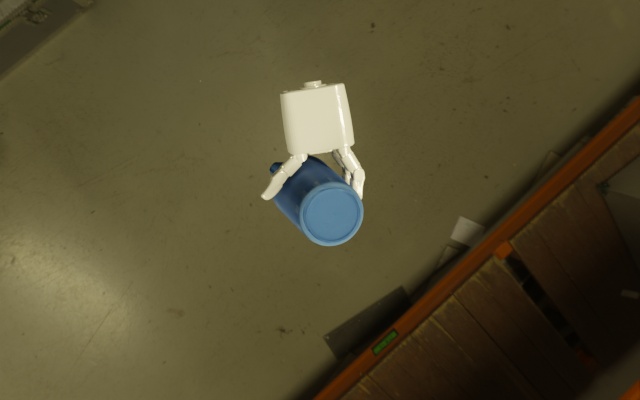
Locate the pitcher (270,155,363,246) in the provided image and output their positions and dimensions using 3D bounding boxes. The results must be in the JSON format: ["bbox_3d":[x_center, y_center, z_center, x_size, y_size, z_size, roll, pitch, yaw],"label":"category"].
[{"bbox_3d":[0.000,0.003,0.870,0.149,0.145,0.242,-10,15,-12],"label":"pitcher"}]
